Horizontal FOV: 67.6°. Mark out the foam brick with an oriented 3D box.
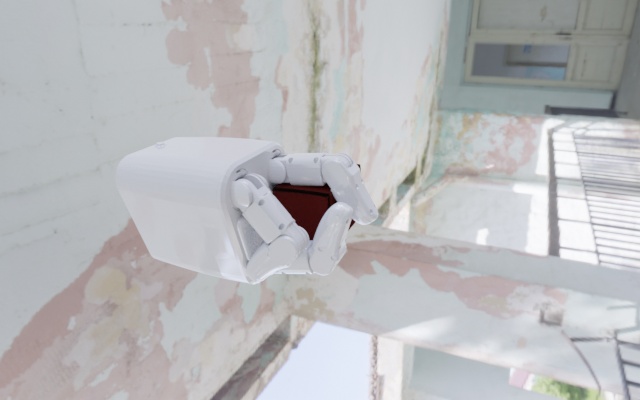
[{"bbox_3d":[0.000,0.001,0.416,0.051,0.053,0.078,7,23,22],"label":"foam brick"}]
